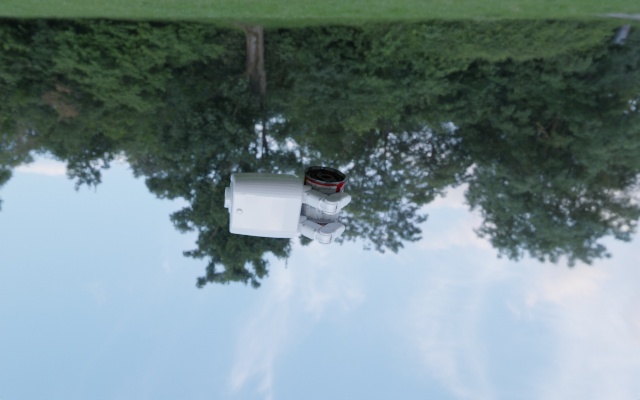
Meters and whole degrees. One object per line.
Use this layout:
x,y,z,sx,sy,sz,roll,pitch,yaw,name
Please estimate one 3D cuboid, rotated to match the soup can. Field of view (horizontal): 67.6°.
0.001,0.003,0.790,0.068,0.102,0.068,8,25,-4,soup can
